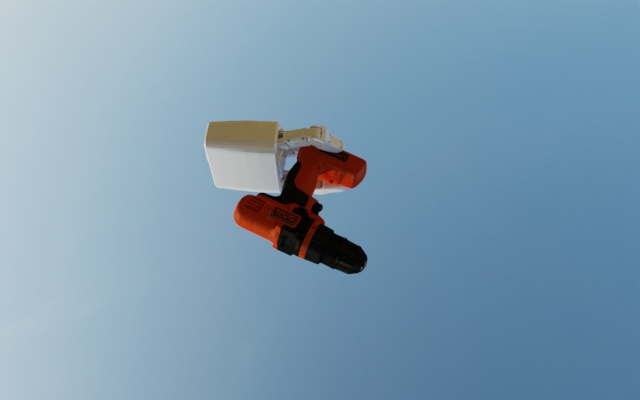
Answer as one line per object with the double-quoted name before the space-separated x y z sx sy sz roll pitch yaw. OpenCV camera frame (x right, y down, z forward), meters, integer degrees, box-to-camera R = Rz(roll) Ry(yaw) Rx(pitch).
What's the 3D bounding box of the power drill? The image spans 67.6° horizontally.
"power drill" 0.000 0.002 0.661 0.184 0.057 0.187 25 46 7
